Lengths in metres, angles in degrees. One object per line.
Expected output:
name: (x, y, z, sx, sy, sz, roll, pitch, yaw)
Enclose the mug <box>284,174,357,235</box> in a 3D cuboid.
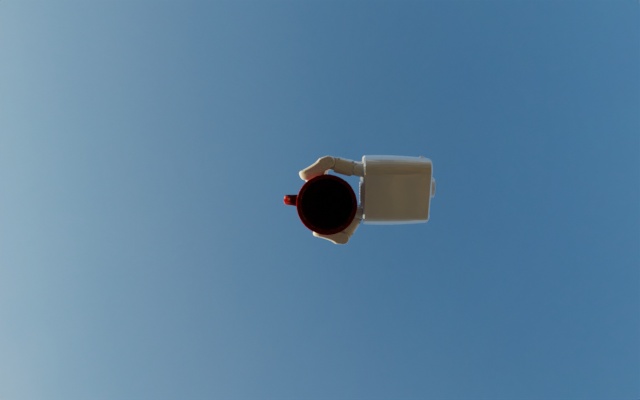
mug: (-0.001, 0.003, 0.764, 0.117, 0.093, 0.081, 2, 6, 4)
